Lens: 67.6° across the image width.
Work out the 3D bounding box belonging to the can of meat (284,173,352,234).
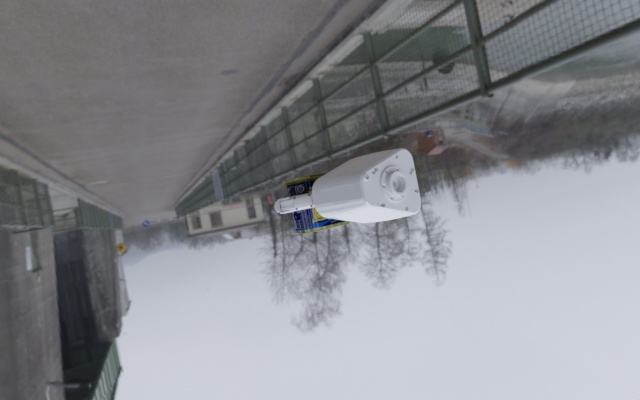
[{"bbox_3d":[0.000,0.003,0.748,0.102,0.084,0.057,-11,0,-39],"label":"can of meat"}]
